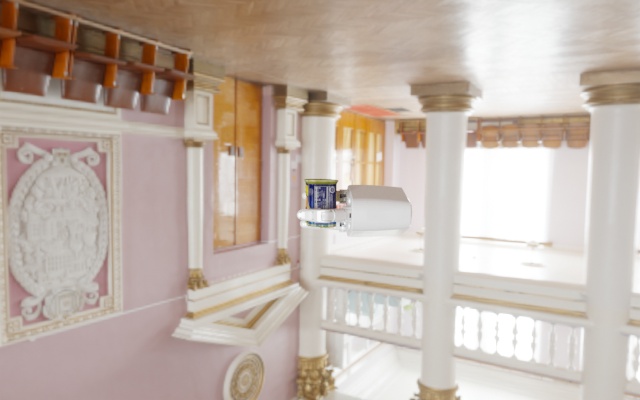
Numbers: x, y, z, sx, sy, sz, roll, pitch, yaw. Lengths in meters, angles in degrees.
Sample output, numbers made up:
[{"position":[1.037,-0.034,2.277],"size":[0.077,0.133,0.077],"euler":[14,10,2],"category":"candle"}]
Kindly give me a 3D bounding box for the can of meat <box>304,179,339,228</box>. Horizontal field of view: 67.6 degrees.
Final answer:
[{"position":[0.000,0.003,0.873],"size":[0.057,0.084,0.102],"euler":[0,4,-5],"category":"can of meat"}]
